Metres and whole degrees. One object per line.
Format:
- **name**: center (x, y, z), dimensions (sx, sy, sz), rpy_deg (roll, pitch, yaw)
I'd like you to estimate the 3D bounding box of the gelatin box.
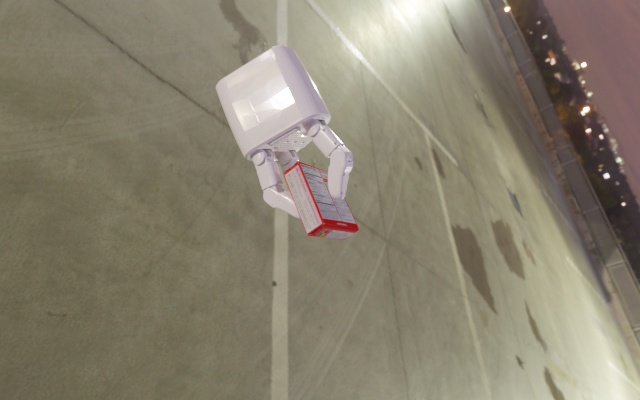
- **gelatin box**: center (0.001, 0.002, 0.572), dimensions (0.030, 0.089, 0.073), rpy_deg (-37, -27, 26)
